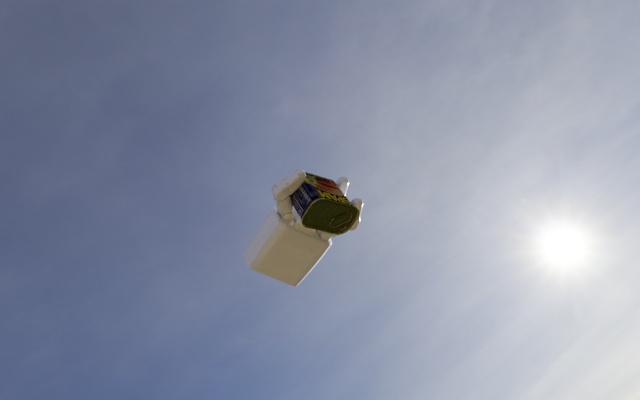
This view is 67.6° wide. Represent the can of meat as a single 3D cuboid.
[{"bbox_3d":[0.000,0.002,0.775,0.102,0.057,0.084,15,27,-39],"label":"can of meat"}]
